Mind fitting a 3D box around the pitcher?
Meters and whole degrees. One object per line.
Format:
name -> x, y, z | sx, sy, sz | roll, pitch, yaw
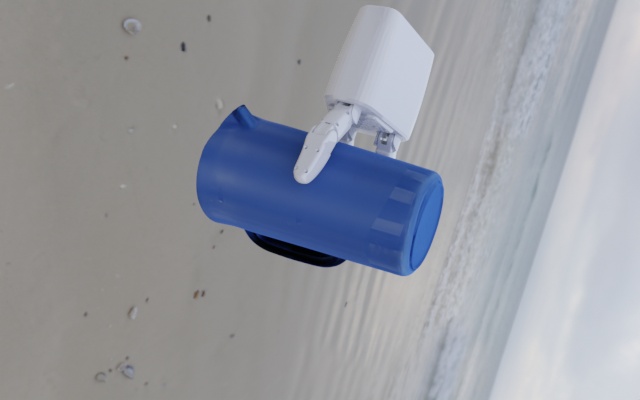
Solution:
pitcher -> 0.000, 0.002, 0.519 | 0.243, 0.145, 0.149 | 17, -6, 25
